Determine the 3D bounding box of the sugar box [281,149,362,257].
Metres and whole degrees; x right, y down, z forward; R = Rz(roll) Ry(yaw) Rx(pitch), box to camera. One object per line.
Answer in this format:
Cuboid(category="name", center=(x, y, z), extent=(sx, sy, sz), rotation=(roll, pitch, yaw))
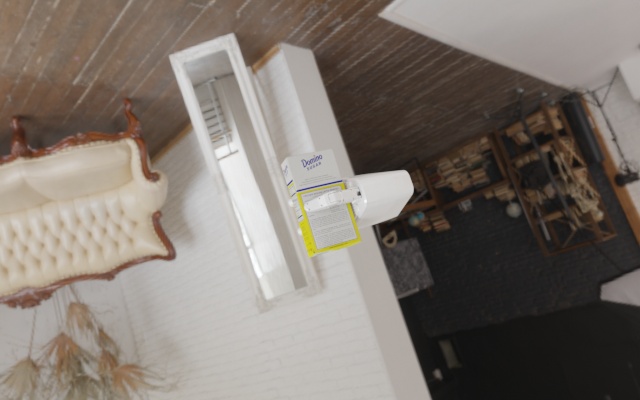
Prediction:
Cuboid(category="sugar box", center=(0.000, 0.003, 0.844), extent=(0.093, 0.176, 0.048), rotation=(-13, -12, -22))
